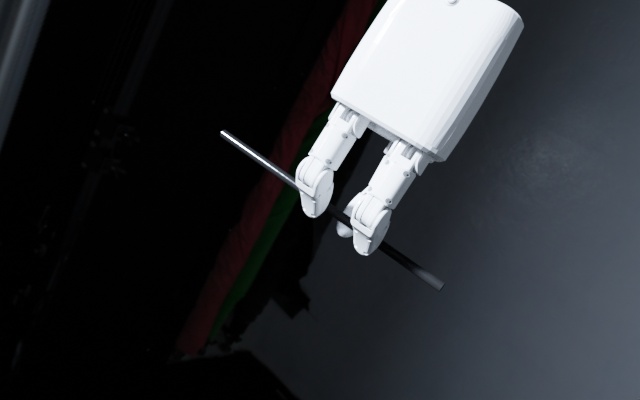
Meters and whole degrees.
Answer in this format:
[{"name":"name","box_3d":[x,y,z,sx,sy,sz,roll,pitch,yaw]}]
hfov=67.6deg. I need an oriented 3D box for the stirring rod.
[{"name":"stirring rod","box_3d":[0.000,0.001,0.403,0.239,0.011,0.011,35,15,22]}]
